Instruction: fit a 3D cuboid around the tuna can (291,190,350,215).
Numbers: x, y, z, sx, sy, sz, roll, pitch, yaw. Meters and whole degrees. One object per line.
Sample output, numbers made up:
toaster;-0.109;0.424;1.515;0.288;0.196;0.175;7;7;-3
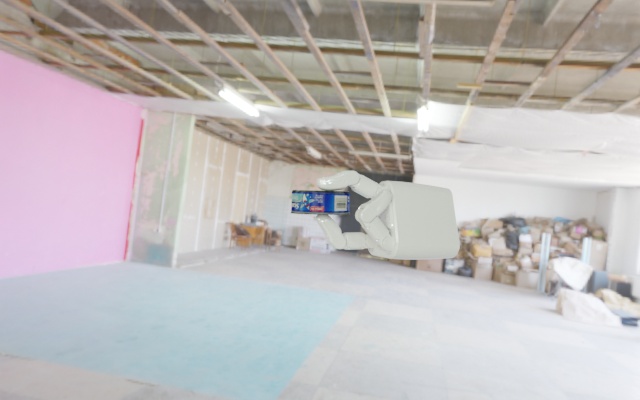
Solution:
tuna can;0.000;0.002;0.689;0.086;0.034;0.086;1;1;0
